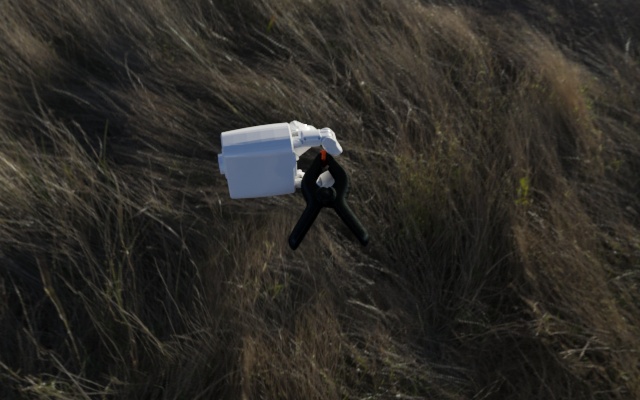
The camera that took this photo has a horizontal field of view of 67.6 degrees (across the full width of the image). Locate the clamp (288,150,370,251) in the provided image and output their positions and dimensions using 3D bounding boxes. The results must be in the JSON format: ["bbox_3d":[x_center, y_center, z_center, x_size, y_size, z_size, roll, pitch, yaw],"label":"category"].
[{"bbox_3d":[0.000,0.002,0.743,0.120,0.171,0.039,-8,-30,-9],"label":"clamp"}]
